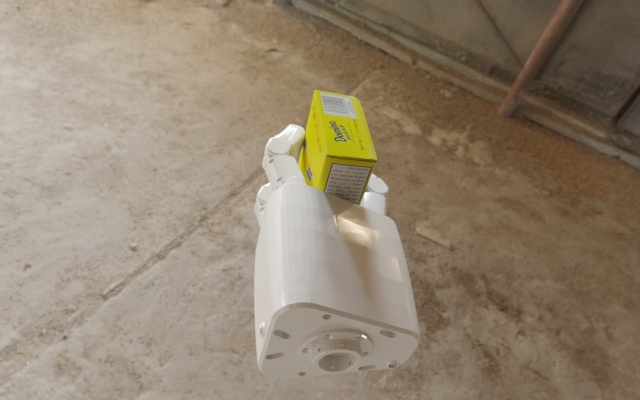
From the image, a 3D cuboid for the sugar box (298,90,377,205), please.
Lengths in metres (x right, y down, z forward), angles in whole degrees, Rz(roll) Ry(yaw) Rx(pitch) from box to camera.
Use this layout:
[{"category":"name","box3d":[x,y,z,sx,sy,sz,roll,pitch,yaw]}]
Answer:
[{"category":"sugar box","box3d":[0.000,0.001,0.433,0.048,0.176,0.093,7,42,-14]}]
